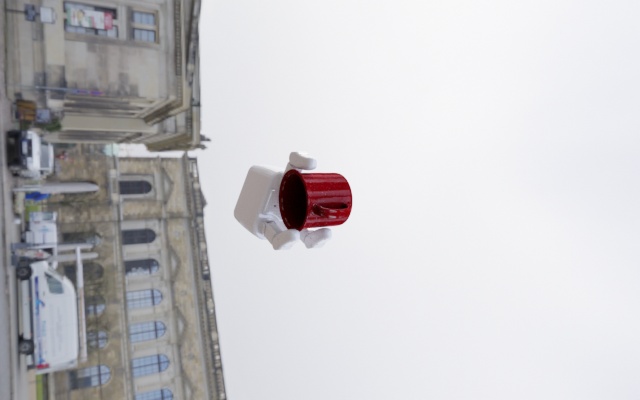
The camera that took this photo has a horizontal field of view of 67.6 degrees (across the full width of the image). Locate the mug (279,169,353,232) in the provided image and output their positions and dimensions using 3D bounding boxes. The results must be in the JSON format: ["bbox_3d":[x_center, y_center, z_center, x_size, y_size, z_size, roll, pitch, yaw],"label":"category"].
[{"bbox_3d":[0.001,0.003,0.698,0.081,0.093,0.117,-3,15,-31],"label":"mug"}]
